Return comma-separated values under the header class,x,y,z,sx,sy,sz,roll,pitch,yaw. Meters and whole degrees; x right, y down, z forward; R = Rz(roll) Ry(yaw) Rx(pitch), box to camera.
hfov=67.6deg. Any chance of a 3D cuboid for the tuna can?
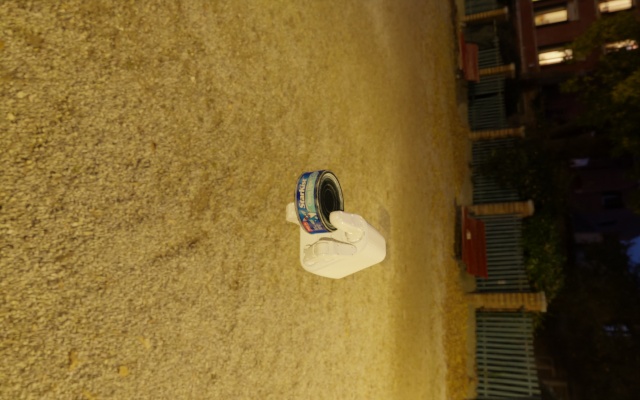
class,x,y,z,sx,sy,sz,roll,pitch,yaw
tuna can,0.001,0.002,0.637,0.034,0.086,0.086,-6,-3,26
